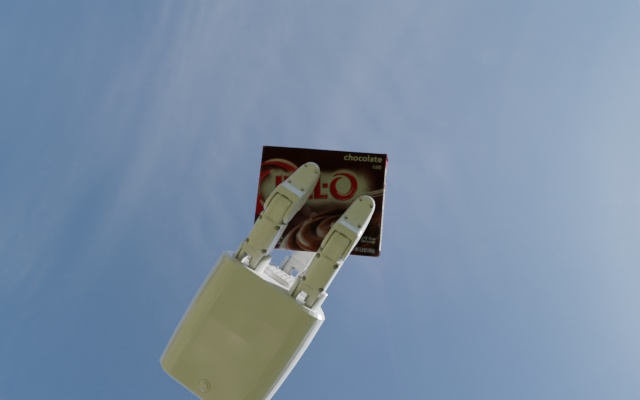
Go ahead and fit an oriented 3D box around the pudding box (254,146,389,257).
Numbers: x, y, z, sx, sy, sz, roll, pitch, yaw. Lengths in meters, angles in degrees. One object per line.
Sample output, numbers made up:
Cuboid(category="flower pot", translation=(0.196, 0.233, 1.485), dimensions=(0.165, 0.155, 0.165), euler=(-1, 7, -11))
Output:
Cuboid(category="pudding box", translation=(0.000, 0.001, 0.425), dimensions=(0.113, 0.090, 0.039), euler=(5, -7, 5))
